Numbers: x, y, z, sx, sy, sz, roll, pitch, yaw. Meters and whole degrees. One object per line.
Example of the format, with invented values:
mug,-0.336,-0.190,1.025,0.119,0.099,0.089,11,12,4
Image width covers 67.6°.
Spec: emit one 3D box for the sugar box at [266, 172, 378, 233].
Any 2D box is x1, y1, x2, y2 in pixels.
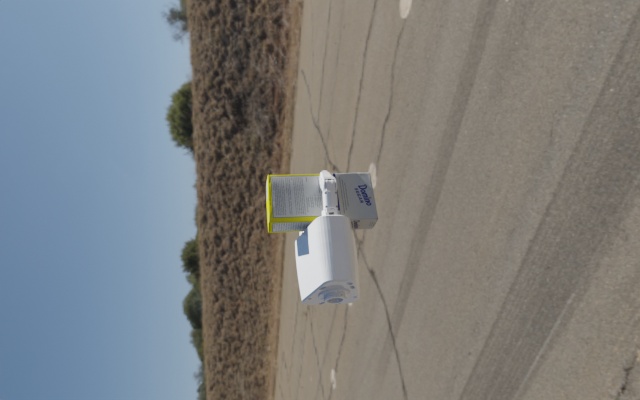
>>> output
sugar box,0.000,0.003,0.790,0.176,0.093,0.048,0,-30,-10
